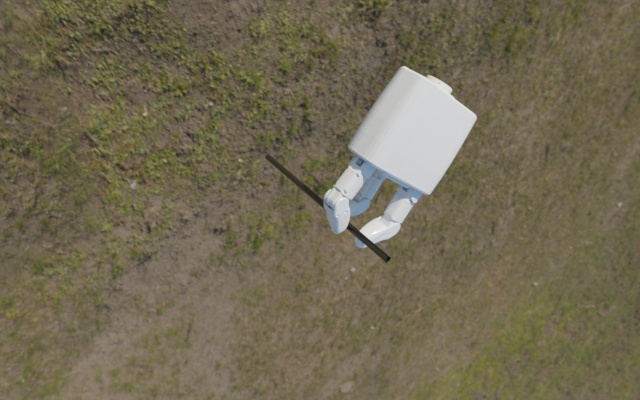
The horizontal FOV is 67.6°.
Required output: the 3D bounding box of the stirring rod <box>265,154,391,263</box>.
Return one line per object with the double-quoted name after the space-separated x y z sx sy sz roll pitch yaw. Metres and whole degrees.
0.000 0.002 0.592 0.011 0.011 0.239 0 31 -46 "stirring rod"
